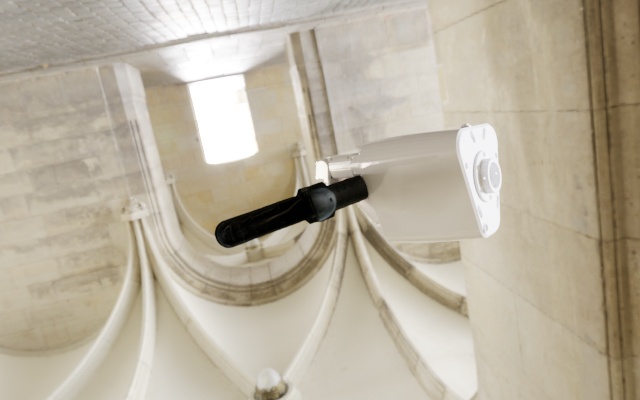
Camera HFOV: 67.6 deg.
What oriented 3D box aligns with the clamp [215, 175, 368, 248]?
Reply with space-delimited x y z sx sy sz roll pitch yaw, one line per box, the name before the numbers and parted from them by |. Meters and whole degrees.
clamp | 0.000 0.002 0.440 0.120 0.039 0.171 -10 9 42
